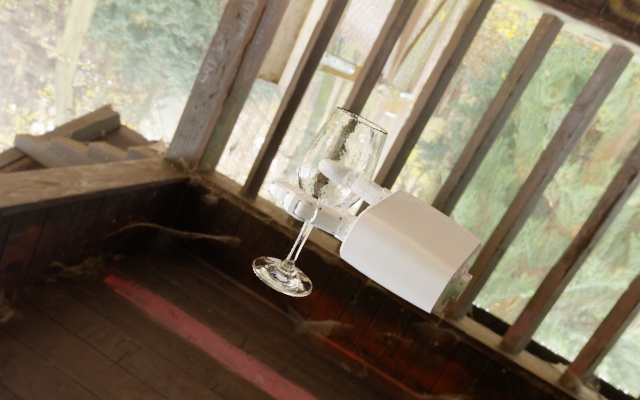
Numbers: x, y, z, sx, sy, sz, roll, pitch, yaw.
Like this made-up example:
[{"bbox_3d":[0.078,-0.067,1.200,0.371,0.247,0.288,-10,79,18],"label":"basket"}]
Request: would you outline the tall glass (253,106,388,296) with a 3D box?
[{"bbox_3d":[0.000,0.002,0.522,0.079,0.201,0.079,25,15,-7],"label":"tall glass"}]
